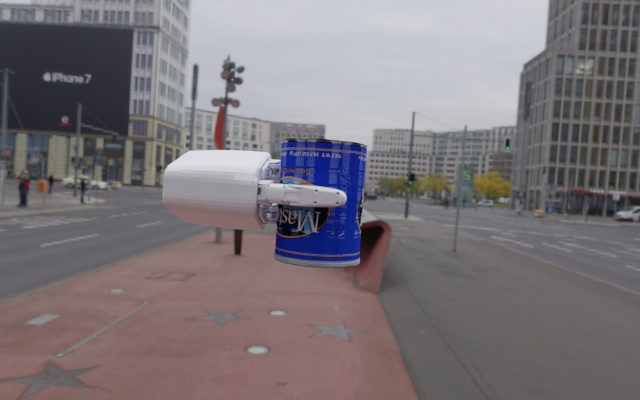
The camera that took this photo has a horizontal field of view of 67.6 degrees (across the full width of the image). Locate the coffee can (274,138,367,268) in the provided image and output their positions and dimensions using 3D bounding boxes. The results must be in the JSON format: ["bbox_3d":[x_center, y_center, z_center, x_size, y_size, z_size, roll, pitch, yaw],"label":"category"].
[{"bbox_3d":[0.000,0.002,0.567,0.103,0.140,0.103,4,2,0],"label":"coffee can"}]
